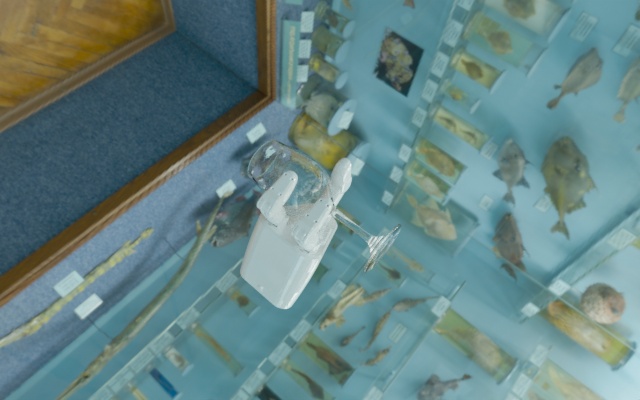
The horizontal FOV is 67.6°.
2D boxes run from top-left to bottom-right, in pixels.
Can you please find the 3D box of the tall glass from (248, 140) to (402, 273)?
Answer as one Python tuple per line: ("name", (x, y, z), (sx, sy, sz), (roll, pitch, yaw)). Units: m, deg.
("tall glass", (0.001, 0.002, 0.607), (0.201, 0.079, 0.079), (37, 12, 17))
